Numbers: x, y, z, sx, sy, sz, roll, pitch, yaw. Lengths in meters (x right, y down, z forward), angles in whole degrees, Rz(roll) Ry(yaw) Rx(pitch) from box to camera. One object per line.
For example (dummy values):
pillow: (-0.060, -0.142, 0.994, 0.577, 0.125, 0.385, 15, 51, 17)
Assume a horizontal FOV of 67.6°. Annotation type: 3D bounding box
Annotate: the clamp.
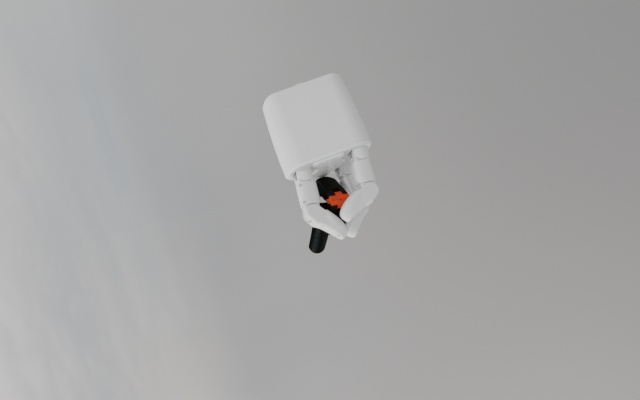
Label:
clamp: (0.000, 0.002, 0.675, 0.039, 0.120, 0.171, -15, -13, -21)
